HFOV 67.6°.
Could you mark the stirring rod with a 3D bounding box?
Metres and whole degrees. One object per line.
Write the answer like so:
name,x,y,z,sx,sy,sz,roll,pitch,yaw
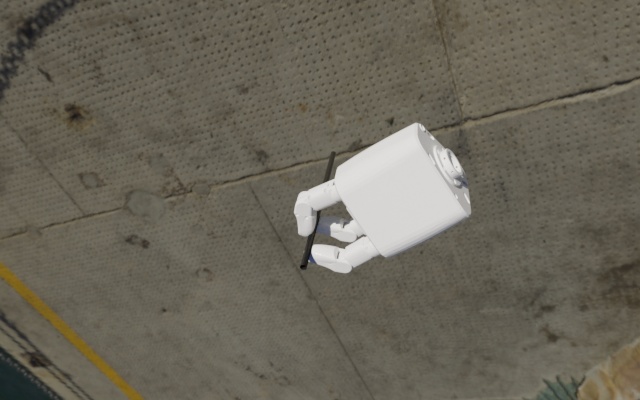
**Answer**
stirring rod,0.000,0.002,0.632,0.011,0.011,0.239,0,38,12
